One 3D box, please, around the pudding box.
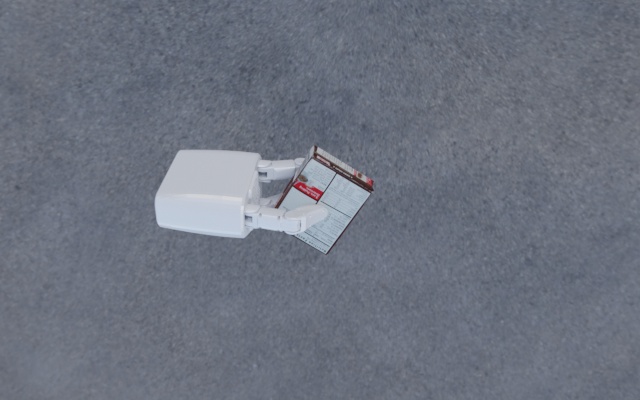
[{"bbox_3d":[0.000,0.002,0.599,0.090,0.113,0.039,30,27,-10],"label":"pudding box"}]
